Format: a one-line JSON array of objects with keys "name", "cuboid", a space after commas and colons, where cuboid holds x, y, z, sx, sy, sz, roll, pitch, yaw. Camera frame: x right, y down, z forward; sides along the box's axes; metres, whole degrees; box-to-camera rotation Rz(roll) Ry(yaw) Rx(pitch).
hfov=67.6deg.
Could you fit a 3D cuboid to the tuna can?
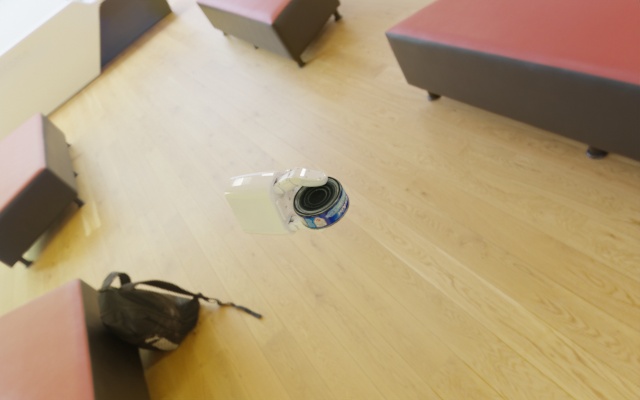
[{"name": "tuna can", "cuboid": [0.000, 0.002, 0.752, 0.086, 0.086, 0.034, 0, -41, 31]}]
